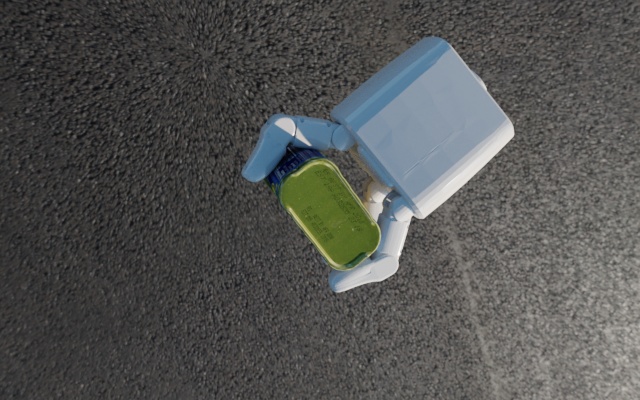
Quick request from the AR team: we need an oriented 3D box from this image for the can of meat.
[{"bbox_3d":[0.000,0.001,0.406,0.057,0.102,0.084,-38,21,-1],"label":"can of meat"}]
